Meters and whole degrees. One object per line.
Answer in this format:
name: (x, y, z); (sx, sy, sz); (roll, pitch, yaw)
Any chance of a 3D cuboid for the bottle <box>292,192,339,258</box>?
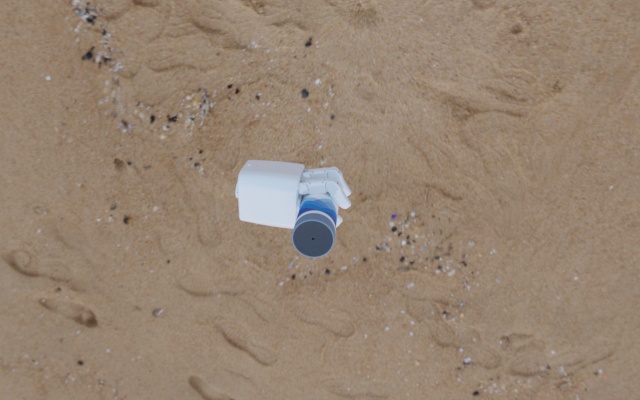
bottle: (0.000, 0.003, 0.865); (0.069, 0.069, 0.295); (0, 23, 5)
